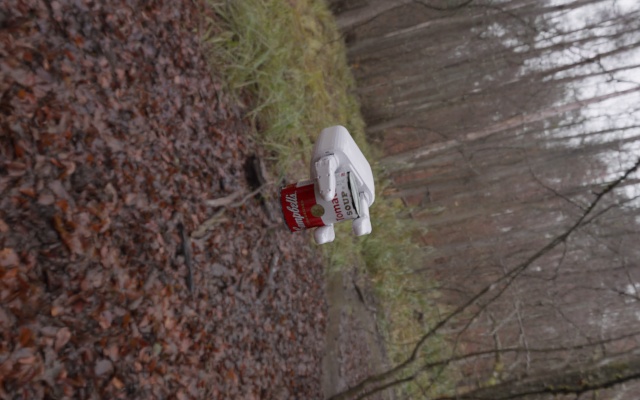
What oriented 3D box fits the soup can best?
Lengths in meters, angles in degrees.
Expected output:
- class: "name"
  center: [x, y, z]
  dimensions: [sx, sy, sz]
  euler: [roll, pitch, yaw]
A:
- class: "soup can"
  center: [0.000, 0.002, 0.666]
  dimensions: [0.102, 0.068, 0.068]
  euler: [-12, -3, 11]
